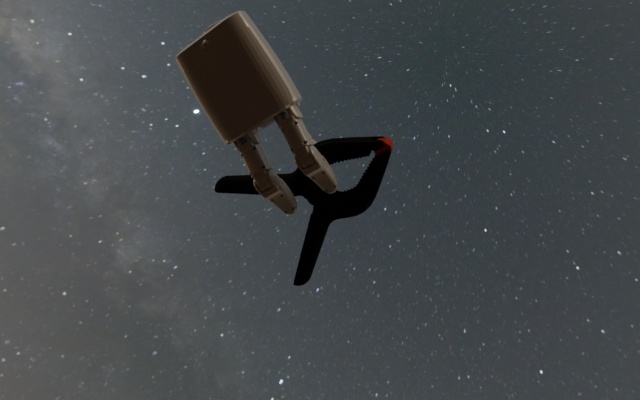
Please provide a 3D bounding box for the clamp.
[{"bbox_3d":[0.001,0.001,0.553,0.210,0.164,0.036,-28,13,21],"label":"clamp"}]
